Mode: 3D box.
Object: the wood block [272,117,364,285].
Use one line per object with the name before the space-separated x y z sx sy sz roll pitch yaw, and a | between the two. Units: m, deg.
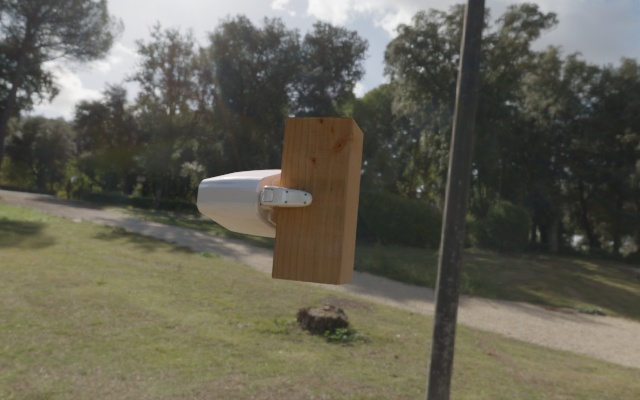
wood block | 0.000 0.002 0.631 0.090 0.206 0.091 3 -5 15
